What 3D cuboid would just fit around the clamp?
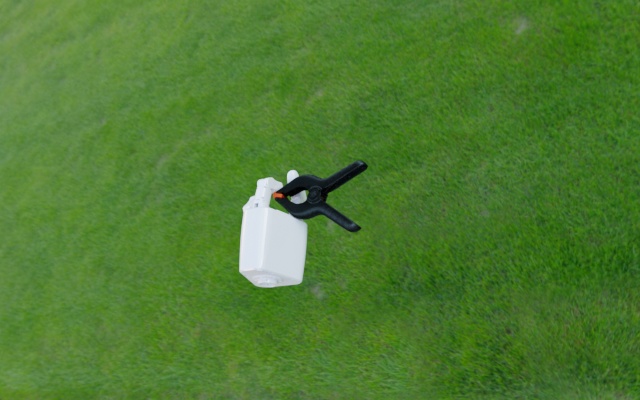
[{"bbox_3d":[0.000,0.002,0.801,0.171,0.120,0.039,-11,-28,25],"label":"clamp"}]
